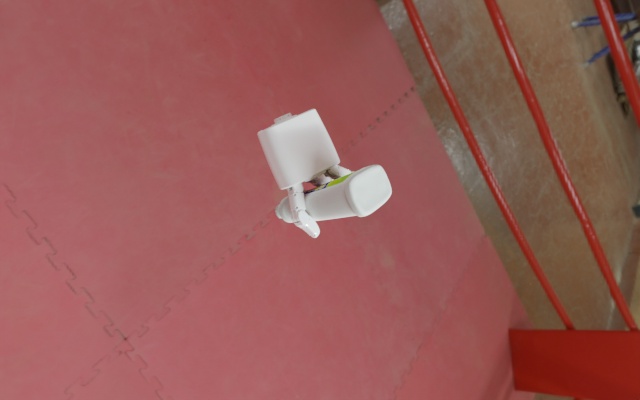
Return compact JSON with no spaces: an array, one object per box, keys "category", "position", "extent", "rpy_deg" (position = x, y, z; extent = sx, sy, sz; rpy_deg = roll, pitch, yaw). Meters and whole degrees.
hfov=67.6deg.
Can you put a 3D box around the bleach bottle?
[{"category":"bleach bottle","position":[0.000,0.003,0.846],"extent":[0.251,0.068,0.102],"rpy_deg":[-15,12,46]}]
